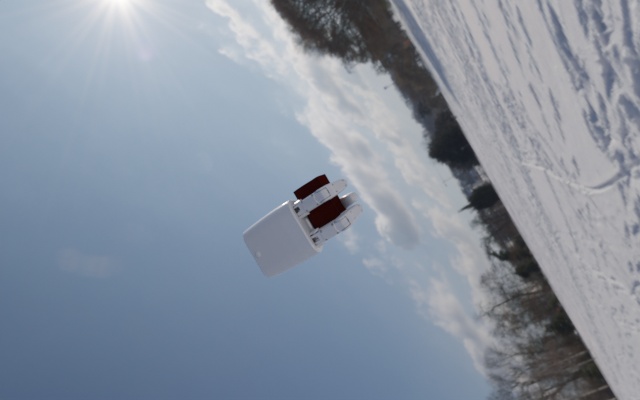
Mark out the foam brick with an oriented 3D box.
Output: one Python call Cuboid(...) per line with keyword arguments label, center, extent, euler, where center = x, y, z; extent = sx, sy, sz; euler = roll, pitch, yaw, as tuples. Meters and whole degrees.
Cuboid(label="foam brick", center=(0.000, 0.002, 0.801), extent=(0.051, 0.078, 0.053), euler=(-32, -3, 17))
